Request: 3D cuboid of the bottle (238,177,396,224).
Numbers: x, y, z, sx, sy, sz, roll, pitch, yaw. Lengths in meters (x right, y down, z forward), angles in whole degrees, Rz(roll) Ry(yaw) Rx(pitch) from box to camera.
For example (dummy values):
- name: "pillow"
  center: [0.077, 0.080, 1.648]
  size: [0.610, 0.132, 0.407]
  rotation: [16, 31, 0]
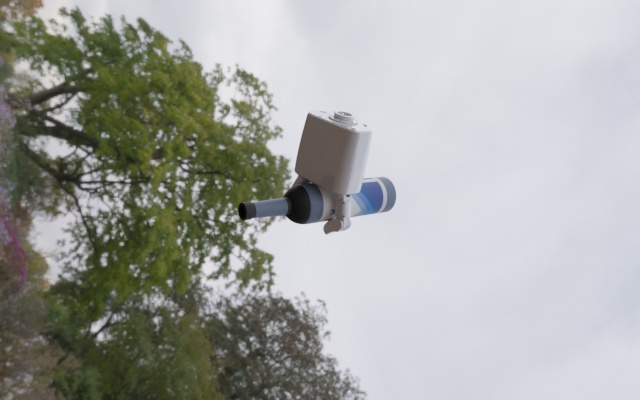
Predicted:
- name: "bottle"
  center: [0.000, 0.003, 0.801]
  size: [0.295, 0.069, 0.069]
  rotation: [-7, 4, -37]
